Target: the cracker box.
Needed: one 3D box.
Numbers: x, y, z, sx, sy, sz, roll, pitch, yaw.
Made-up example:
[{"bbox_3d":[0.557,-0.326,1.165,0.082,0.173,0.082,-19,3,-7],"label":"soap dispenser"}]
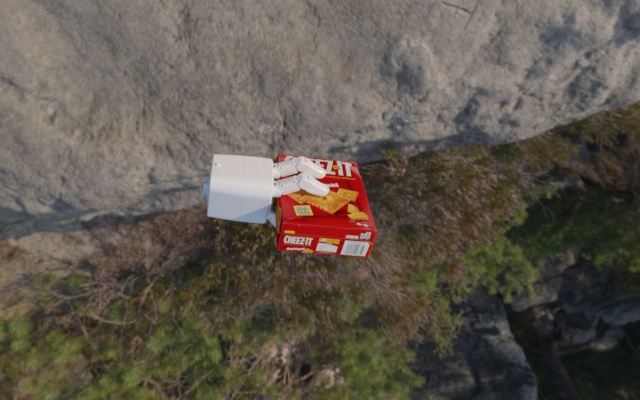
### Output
[{"bbox_3d":[0.000,0.003,0.872,0.164,0.072,0.213,6,37,-12],"label":"cracker box"}]
